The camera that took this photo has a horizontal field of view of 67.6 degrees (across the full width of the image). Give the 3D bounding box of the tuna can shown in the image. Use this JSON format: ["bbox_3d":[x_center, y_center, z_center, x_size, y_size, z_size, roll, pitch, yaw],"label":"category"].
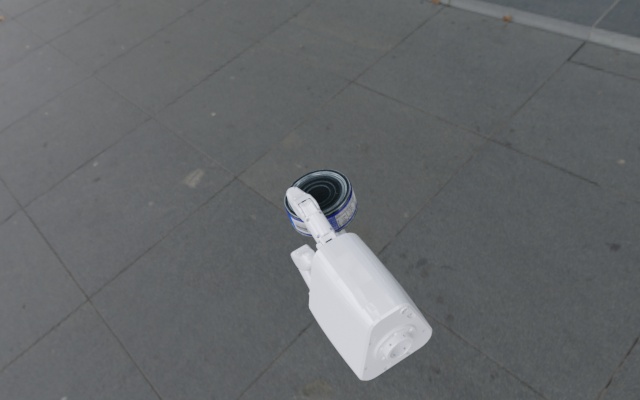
[{"bbox_3d":[0.000,0.001,0.580,0.086,0.086,0.034,0,-42,21],"label":"tuna can"}]
